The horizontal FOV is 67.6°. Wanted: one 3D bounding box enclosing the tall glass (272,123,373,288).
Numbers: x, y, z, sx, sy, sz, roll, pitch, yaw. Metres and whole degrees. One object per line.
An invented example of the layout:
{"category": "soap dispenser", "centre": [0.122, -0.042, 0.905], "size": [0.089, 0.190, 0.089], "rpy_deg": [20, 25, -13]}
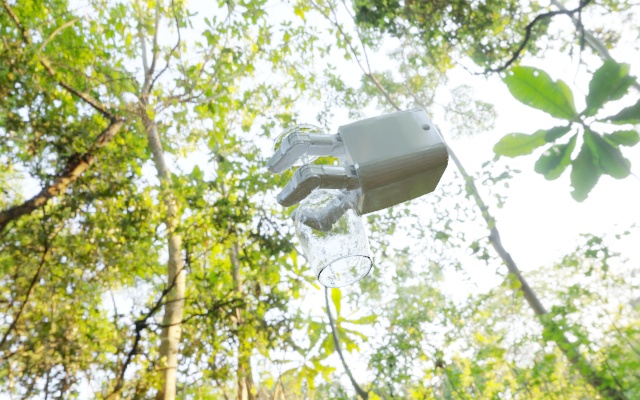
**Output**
{"category": "tall glass", "centre": [0.000, 0.001, 0.564], "size": [0.079, 0.201, 0.079], "rpy_deg": [-12, -38, -10]}
